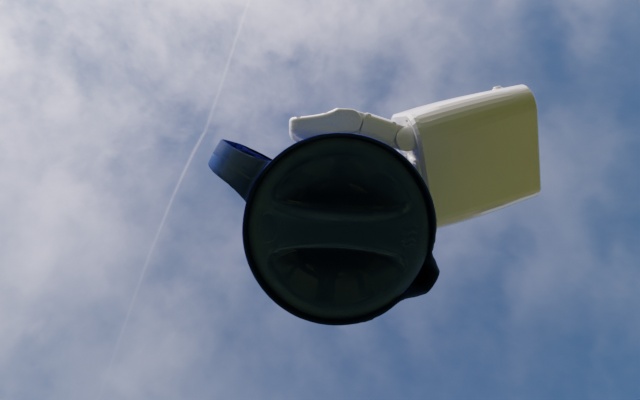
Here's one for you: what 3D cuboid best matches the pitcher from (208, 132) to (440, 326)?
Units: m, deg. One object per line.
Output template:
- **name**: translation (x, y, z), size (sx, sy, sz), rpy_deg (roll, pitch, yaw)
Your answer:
- **pitcher**: translation (0.000, 0.001, 0.435), size (0.145, 0.149, 0.243), rpy_deg (-16, 7, -1)
